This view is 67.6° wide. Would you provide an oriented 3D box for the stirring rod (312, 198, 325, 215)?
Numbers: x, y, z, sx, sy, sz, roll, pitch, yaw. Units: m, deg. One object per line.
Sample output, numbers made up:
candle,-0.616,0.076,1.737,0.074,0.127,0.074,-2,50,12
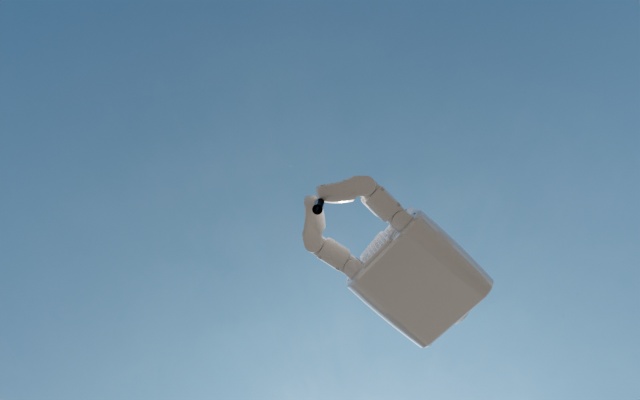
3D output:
stirring rod,0.000,0.002,0.477,0.011,0.011,0.239,0,2,1
